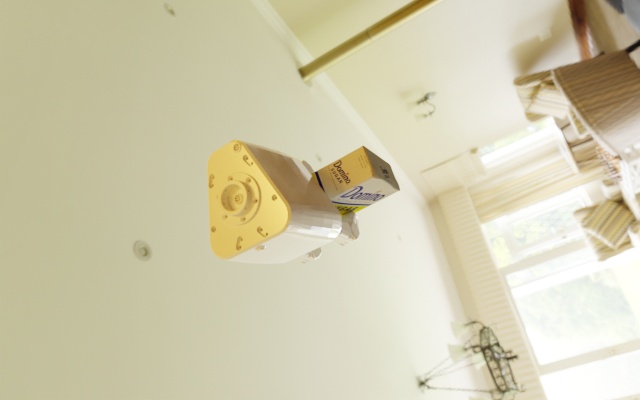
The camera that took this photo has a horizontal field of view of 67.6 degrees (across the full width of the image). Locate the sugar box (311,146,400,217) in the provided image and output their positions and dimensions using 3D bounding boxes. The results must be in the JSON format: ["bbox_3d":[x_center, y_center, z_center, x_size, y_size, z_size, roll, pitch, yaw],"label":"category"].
[{"bbox_3d":[0.000,0.002,0.579,0.176,0.048,0.093,-25,-19,22],"label":"sugar box"}]
